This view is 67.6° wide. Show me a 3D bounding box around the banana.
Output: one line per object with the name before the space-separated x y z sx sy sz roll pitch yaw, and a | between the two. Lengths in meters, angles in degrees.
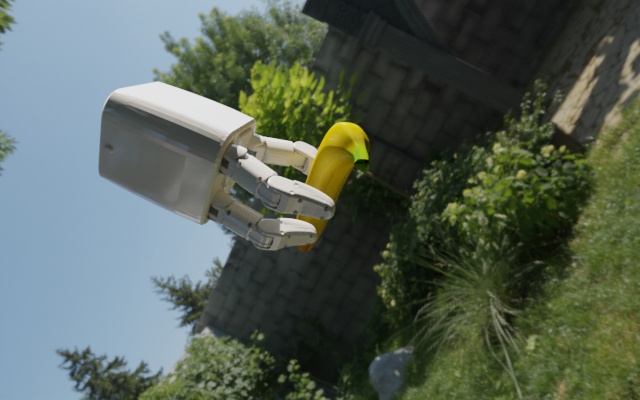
banana | 0.006 -0.016 0.440 0.037 0.069 0.198 20 -28 -5
